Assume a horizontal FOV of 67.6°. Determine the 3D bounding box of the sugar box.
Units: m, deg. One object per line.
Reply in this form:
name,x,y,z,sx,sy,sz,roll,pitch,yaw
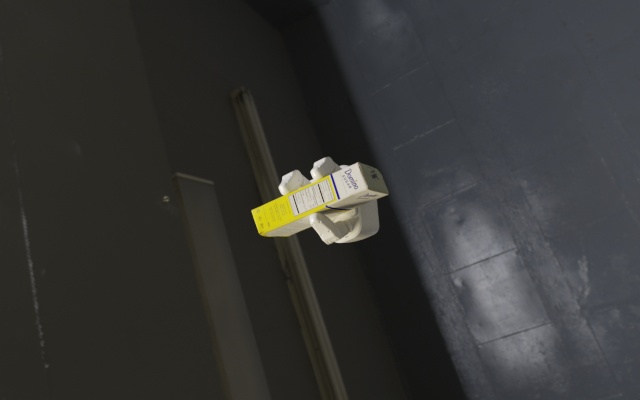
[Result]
sugar box,0.000,0.002,0.684,0.176,0.048,0.093,-26,-14,21
